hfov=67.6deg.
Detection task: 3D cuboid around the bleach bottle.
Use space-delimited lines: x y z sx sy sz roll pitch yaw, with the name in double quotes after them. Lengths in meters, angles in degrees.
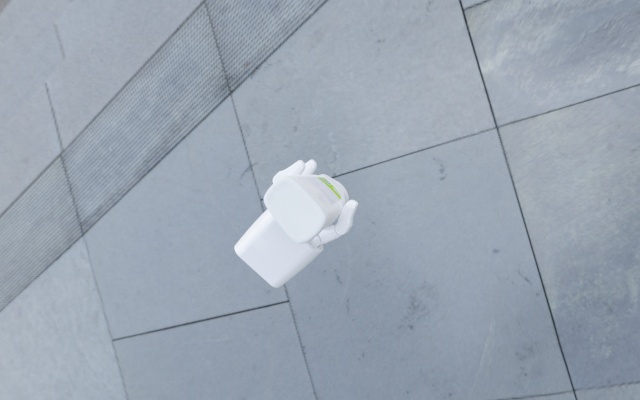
0.000 0.003 0.800 0.068 0.102 0.251 -44 -10 17 "bleach bottle"
